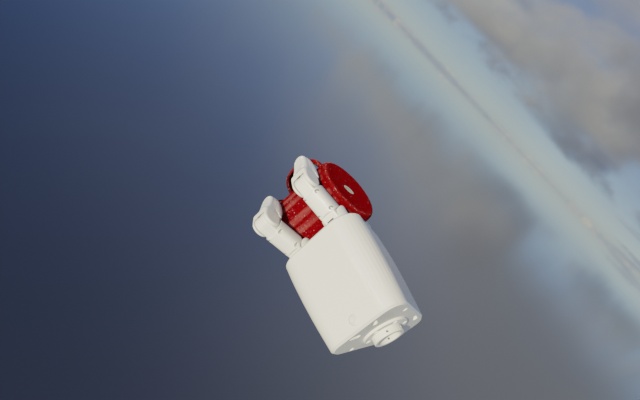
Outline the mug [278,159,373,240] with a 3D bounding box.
[{"bbox_3d":[0.000,0.001,0.556,0.081,0.117,0.093,-42,-32,21],"label":"mug"}]
